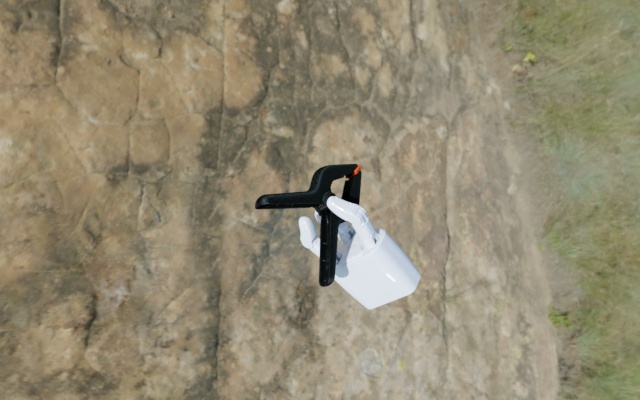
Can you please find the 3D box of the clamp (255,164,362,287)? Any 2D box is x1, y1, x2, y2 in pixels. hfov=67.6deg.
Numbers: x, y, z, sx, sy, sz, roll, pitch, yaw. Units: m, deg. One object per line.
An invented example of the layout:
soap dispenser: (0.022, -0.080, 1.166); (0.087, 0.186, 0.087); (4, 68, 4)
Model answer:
clamp: (0.001, 0.002, 0.730); (0.036, 0.164, 0.210); (-22, 28, 47)
